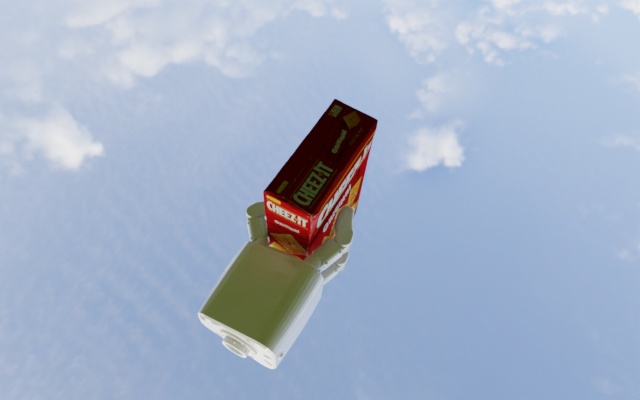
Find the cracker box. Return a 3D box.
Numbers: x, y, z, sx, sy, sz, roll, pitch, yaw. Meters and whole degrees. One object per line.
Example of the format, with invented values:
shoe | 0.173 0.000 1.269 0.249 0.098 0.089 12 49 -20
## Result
cracker box | 0.000 0.002 0.632 0.072 0.164 0.214 27 -29 12
